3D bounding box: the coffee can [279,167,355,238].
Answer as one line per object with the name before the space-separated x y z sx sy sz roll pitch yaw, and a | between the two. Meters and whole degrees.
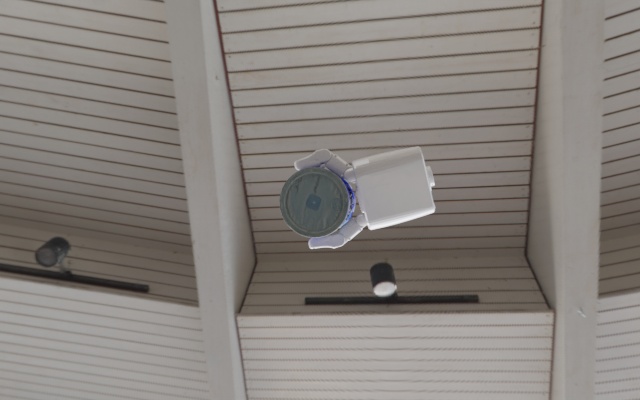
coffee can | 0.000 0.003 0.758 0.103 0.103 0.140 0 0 8
